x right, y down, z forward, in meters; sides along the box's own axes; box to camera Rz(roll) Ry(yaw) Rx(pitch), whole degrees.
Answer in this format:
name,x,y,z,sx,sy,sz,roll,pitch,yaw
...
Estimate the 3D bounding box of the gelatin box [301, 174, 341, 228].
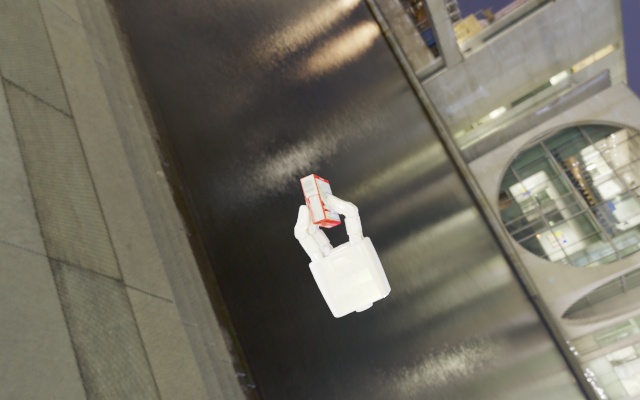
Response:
name,x,y,z,sx,sy,sz,roll,pitch,yaw
gelatin box,0.000,0.002,0.870,0.030,0.089,0.073,-20,-14,19
